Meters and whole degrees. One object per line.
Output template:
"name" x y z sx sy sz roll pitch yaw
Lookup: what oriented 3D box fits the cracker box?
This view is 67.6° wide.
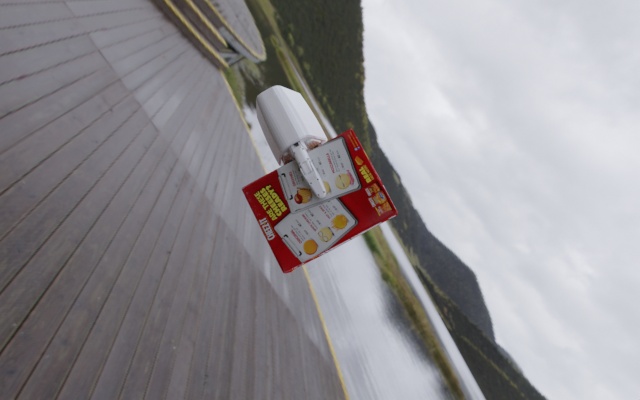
"cracker box" 0.000 0.003 0.816 0.214 0.164 0.072 -29 -10 5
